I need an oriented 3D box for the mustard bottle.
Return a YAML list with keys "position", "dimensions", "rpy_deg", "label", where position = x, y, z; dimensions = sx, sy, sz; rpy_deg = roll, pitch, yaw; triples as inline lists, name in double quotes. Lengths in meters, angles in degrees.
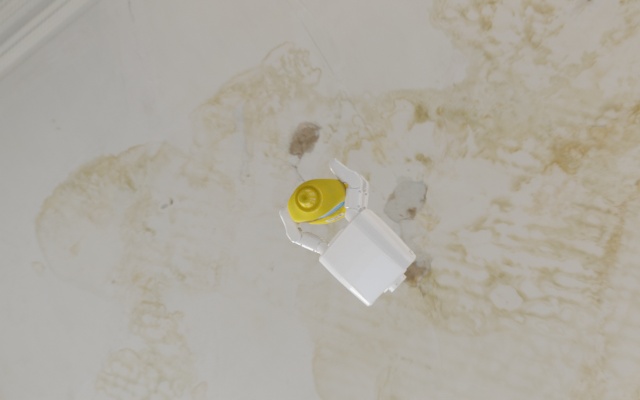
- position: [0.000, 0.002, 0.749]
  dimensions: [0.096, 0.058, 0.191]
  rpy_deg: [-24, -9, 11]
  label: "mustard bottle"
